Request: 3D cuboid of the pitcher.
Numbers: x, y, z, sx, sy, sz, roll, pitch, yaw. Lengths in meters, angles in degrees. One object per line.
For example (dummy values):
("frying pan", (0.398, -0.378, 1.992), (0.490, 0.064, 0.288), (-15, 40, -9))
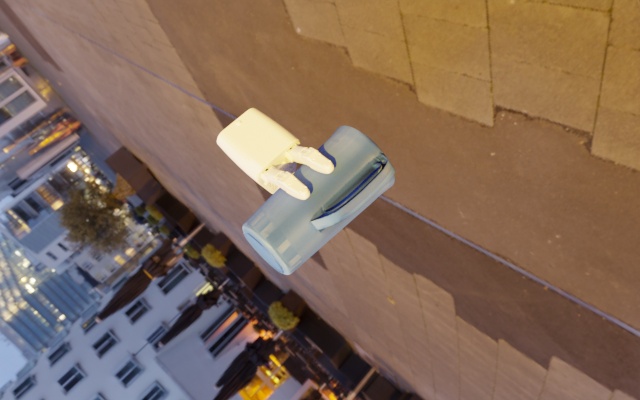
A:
("pitcher", (0.000, 0.002, 0.764), (0.145, 0.242, 0.149), (40, -18, 19))
